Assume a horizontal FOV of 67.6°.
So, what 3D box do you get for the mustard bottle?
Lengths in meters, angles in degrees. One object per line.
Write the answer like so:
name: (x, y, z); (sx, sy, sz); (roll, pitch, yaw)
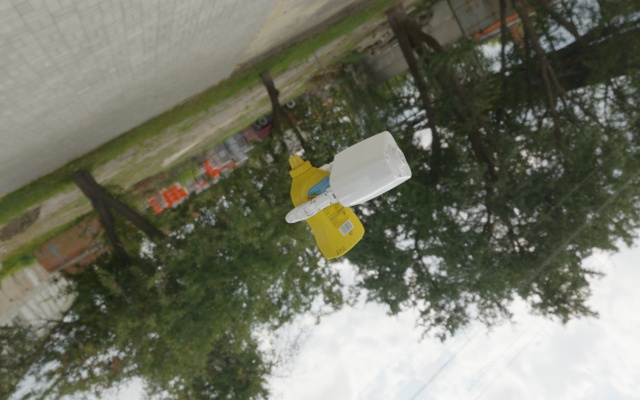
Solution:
mustard bottle: (0.000, 0.003, 0.859); (0.096, 0.191, 0.058); (-39, 13, -38)
